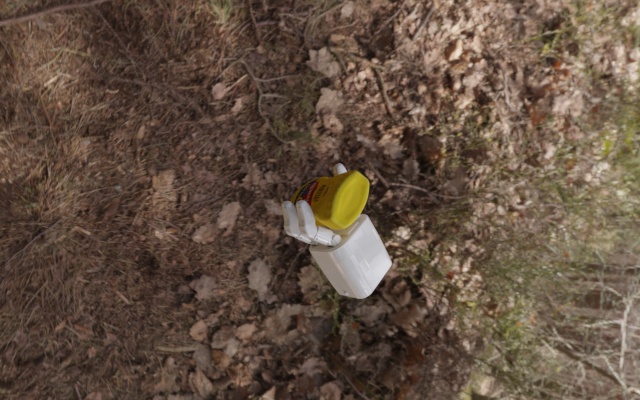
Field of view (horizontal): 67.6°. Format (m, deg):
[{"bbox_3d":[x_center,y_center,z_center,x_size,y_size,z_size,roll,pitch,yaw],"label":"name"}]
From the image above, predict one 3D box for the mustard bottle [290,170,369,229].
[{"bbox_3d":[0.000,0.002,0.819,0.058,0.096,0.191,35,-19,-24],"label":"mustard bottle"}]
